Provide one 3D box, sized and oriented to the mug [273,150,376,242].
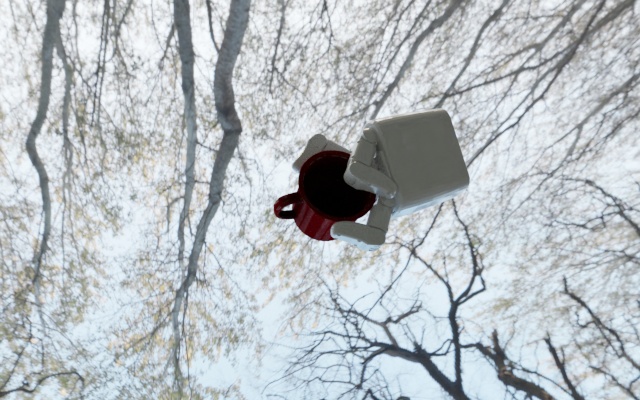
[{"bbox_3d":[-0.001,0.002,0.575,0.117,0.093,0.081,-13,-22,-20],"label":"mug"}]
